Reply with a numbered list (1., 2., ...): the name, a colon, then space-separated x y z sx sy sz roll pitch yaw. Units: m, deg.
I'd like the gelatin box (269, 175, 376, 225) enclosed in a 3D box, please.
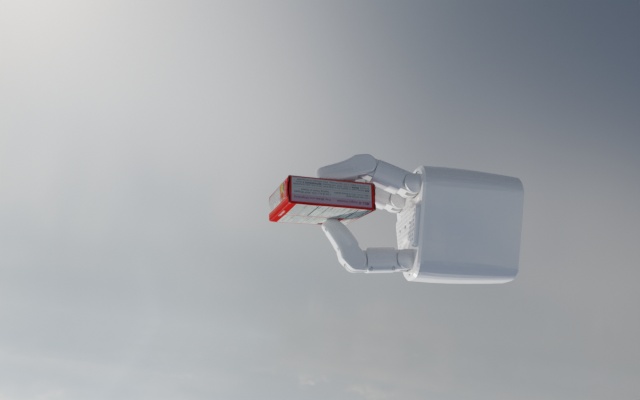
1. gelatin box: 0.000 0.002 0.472 0.089 0.030 0.073 4 -17 -19
